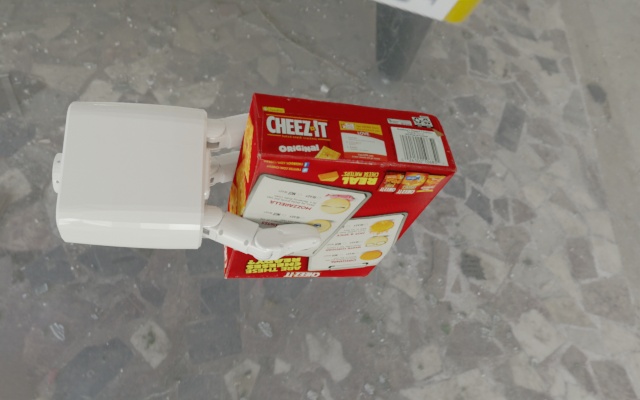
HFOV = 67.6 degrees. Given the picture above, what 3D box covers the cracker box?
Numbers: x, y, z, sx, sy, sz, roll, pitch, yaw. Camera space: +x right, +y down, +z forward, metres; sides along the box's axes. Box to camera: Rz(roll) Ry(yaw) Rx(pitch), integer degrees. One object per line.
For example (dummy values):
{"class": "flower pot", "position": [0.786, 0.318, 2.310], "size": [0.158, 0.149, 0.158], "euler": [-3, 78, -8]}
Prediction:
{"class": "cracker box", "position": [0.000, 0.002, 0.456], "size": [0.164, 0.072, 0.214], "euler": [3, -33, -17]}
